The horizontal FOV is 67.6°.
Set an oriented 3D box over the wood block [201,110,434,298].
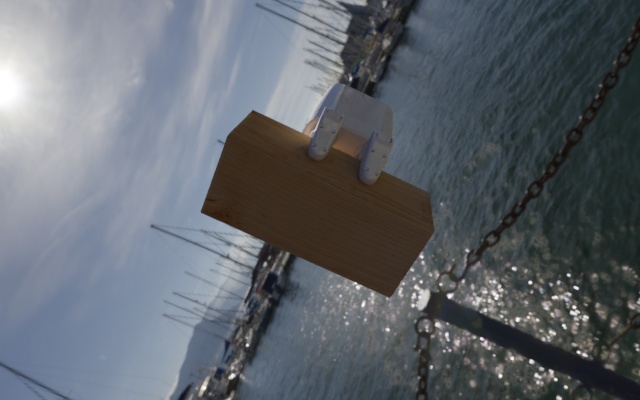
[{"bbox_3d":[0.000,0.002,0.486,0.206,0.091,0.090,25,28,-4],"label":"wood block"}]
